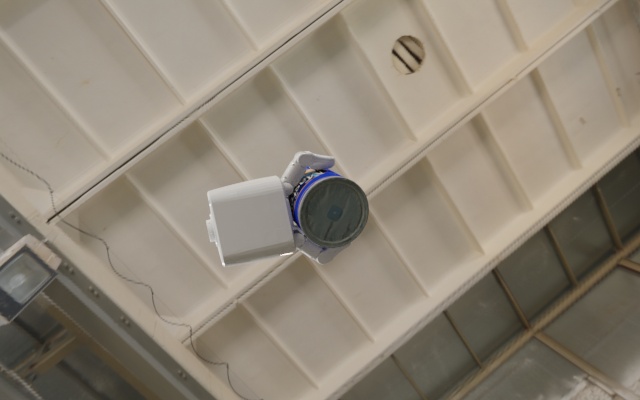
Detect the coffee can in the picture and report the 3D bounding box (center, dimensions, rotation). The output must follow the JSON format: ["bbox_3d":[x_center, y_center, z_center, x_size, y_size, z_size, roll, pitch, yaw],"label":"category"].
[{"bbox_3d":[0.000,0.002,0.728,0.103,0.103,0.140,0,13,-17],"label":"coffee can"}]
